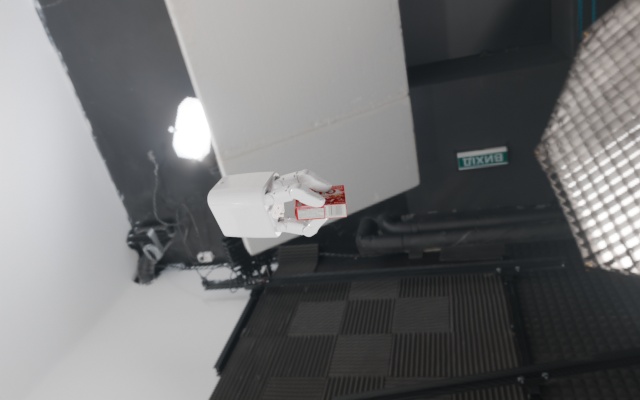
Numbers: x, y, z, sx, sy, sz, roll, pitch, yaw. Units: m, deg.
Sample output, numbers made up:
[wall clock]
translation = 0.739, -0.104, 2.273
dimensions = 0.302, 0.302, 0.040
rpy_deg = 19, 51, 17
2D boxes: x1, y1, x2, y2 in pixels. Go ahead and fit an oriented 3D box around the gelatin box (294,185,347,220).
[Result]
[gelatin box]
translation = 0.001, 0.003, 0.837
dimensions = 0.089, 0.030, 0.073
rpy_deg = -4, 27, 1
